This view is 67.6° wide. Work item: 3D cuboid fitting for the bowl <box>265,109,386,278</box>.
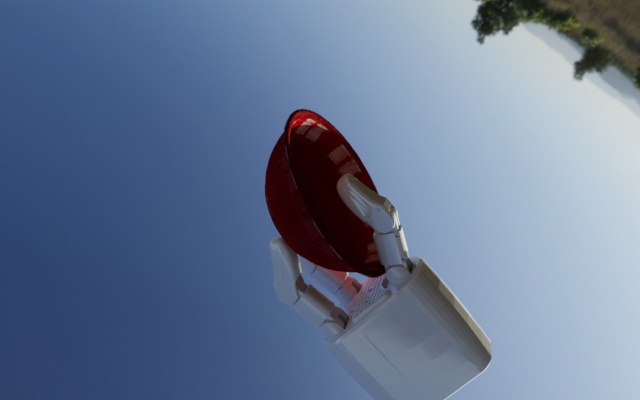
[{"bbox_3d":[-0.001,0.000,0.430,0.055,0.162,0.162,-27,-12,25],"label":"bowl"}]
